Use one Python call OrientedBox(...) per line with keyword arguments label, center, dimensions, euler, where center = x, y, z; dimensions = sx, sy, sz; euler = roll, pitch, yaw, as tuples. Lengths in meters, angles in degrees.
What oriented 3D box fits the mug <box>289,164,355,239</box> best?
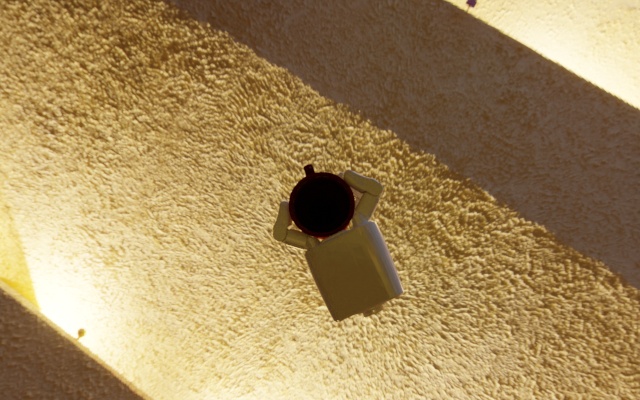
OrientedBox(label="mug", center=(0.000, 0.001, 0.705), dimensions=(0.093, 0.117, 0.081), euler=(-23, -12, 0))
